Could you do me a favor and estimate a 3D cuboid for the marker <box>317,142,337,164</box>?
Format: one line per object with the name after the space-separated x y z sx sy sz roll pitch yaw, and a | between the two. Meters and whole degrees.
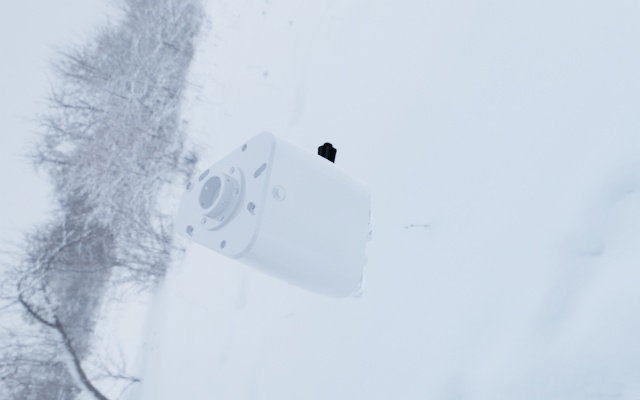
0.000 0.001 0.439 0.020 0.121 0.020 7 -21 3 | marker
